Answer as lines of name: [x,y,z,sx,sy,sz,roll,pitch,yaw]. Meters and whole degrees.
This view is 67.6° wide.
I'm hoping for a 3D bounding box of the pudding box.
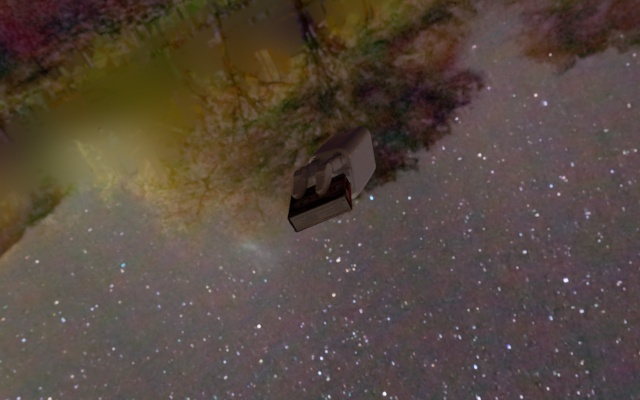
pudding box: [0.000,0.003,0.854,0.113,0.039,0.090,-24,23,13]
